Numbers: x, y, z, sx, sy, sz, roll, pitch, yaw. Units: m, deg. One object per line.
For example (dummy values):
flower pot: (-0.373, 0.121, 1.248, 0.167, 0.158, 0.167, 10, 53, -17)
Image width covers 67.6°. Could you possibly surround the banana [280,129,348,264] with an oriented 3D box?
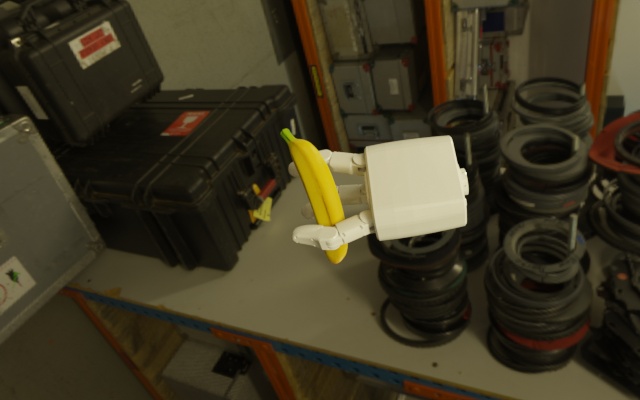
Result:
banana: (0.004, 0.005, 0.591, 0.037, 0.198, 0.069, -22, 23, -8)
